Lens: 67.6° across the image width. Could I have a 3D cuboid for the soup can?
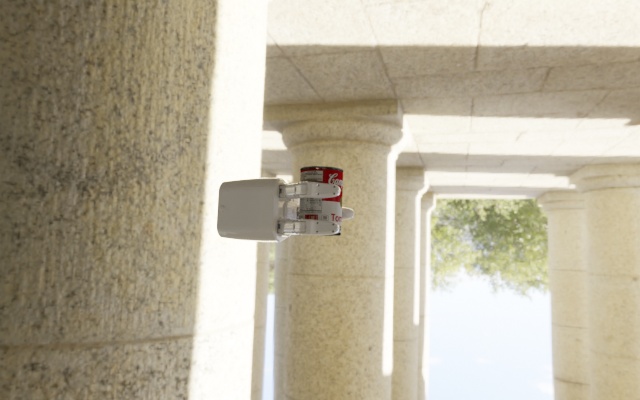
[{"bbox_3d":[0.001,0.003,0.737,0.068,0.102,0.068,2,-6,0],"label":"soup can"}]
